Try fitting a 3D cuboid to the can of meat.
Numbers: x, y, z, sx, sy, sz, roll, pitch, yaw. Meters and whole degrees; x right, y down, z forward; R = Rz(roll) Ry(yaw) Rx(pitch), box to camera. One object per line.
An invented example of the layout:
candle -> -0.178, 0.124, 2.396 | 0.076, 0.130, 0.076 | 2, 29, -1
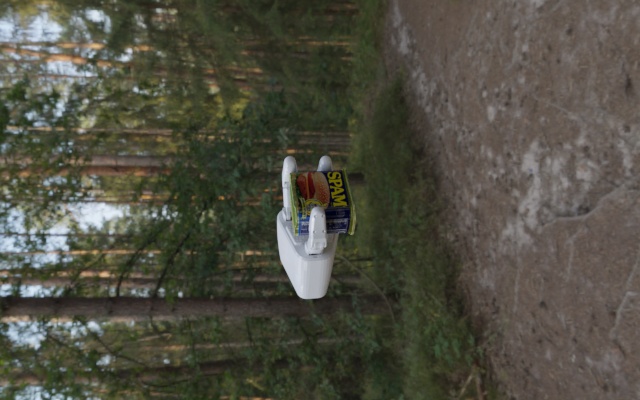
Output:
can of meat -> 0.000, 0.002, 0.688 | 0.084, 0.102, 0.057 | -3, -42, -7
